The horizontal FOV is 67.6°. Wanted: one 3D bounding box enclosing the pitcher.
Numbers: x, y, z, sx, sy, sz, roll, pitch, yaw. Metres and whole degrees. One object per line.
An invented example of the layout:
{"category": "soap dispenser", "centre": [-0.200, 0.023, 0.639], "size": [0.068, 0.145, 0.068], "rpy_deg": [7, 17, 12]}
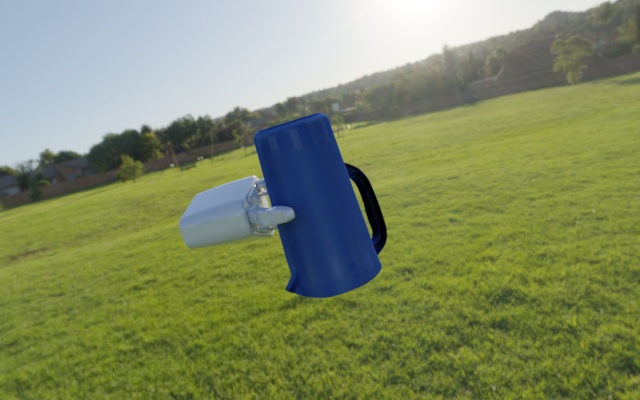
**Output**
{"category": "pitcher", "centre": [0.000, 0.002, 0.683], "size": [0.145, 0.243, 0.149], "rpy_deg": [-14, 10, 15]}
